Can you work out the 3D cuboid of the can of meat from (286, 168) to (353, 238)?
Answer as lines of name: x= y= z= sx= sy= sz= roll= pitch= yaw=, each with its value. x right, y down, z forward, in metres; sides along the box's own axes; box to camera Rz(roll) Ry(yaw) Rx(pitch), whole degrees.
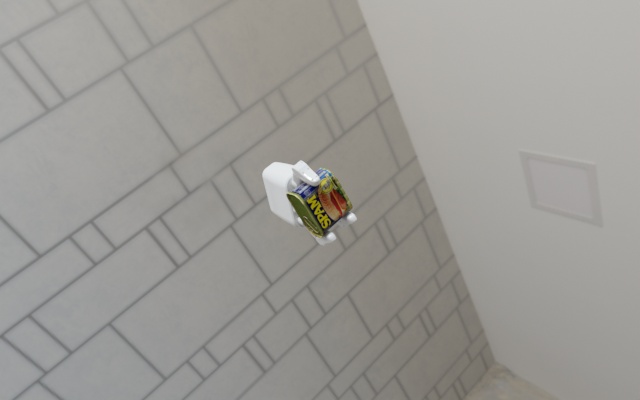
can of meat: x=0.000 y=0.003 z=0.876 sx=0.084 sy=0.102 sz=0.057 roll=-40 pitch=27 yaw=-19
